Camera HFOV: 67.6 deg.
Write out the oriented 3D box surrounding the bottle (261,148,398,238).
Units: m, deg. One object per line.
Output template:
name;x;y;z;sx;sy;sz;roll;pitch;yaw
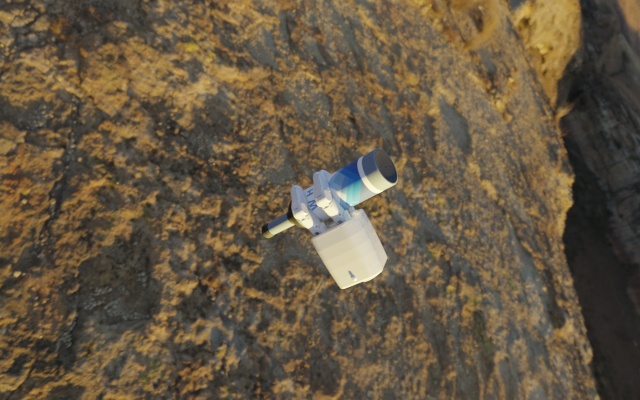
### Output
bottle;0.000;0.003;0.863;0.296;0.069;0.069;-29;-17;34
